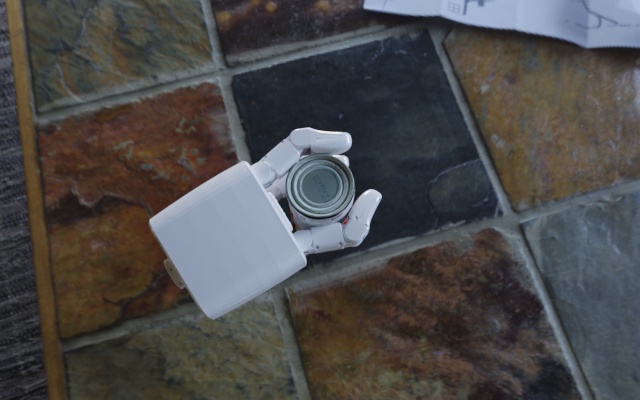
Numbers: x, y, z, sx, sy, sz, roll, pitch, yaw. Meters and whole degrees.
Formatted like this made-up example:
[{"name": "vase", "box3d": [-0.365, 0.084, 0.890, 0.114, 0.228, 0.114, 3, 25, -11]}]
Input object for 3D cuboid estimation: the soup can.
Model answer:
[{"name": "soup can", "box3d": [0.001, 0.001, 0.494, 0.068, 0.068, 0.102, 0, -19, 1]}]
